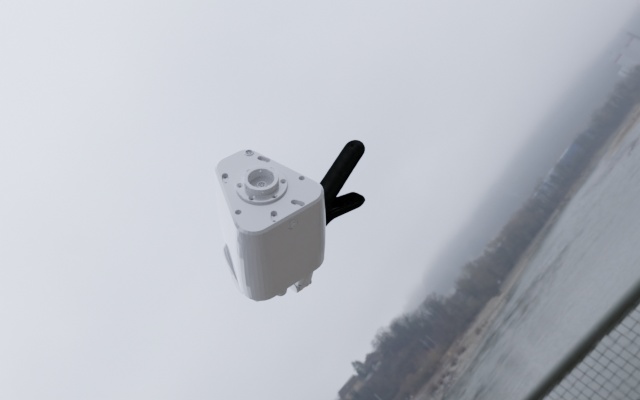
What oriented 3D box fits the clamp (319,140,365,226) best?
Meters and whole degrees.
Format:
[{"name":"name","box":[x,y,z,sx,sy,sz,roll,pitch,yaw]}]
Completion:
[{"name":"clamp","box":[0.000,0.002,0.585,0.039,0.120,0.171,29,52,31]}]
